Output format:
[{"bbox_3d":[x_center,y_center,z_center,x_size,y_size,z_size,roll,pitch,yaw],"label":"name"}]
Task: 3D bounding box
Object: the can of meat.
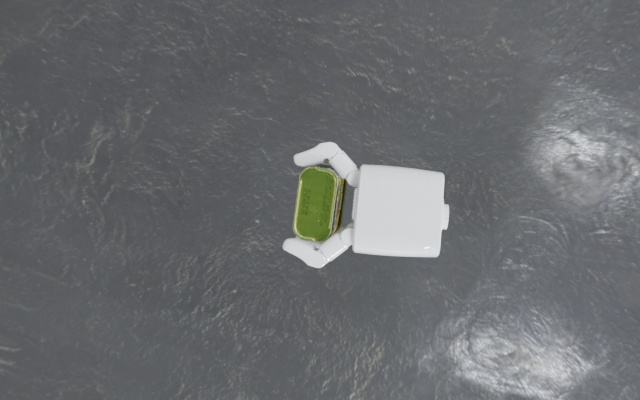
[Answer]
[{"bbox_3d":[0.000,0.002,0.645,0.057,0.102,0.084,8,6,8],"label":"can of meat"}]
